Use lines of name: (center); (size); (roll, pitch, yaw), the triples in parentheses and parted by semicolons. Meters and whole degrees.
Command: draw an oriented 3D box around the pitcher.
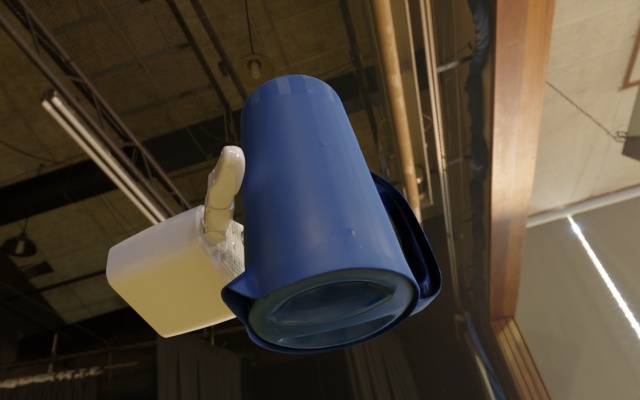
pitcher: (0.000, 0.001, 0.432); (0.145, 0.242, 0.149); (-24, -40, 14)
